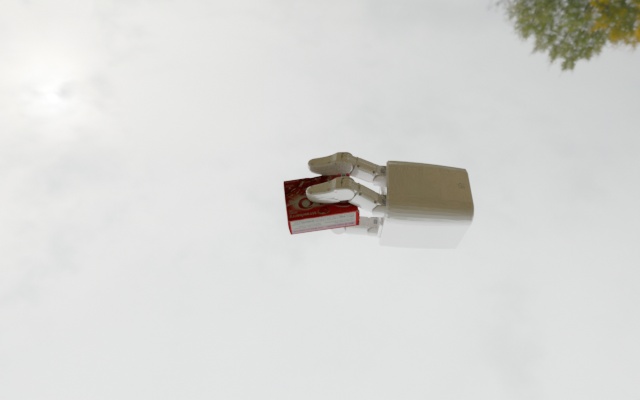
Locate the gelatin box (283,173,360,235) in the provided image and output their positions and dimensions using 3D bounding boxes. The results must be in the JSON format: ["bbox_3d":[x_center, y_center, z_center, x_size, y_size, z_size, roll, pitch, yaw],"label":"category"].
[{"bbox_3d":[0.000,0.002,0.605,0.089,0.073,0.030,-9,-45,-2],"label":"gelatin box"}]
